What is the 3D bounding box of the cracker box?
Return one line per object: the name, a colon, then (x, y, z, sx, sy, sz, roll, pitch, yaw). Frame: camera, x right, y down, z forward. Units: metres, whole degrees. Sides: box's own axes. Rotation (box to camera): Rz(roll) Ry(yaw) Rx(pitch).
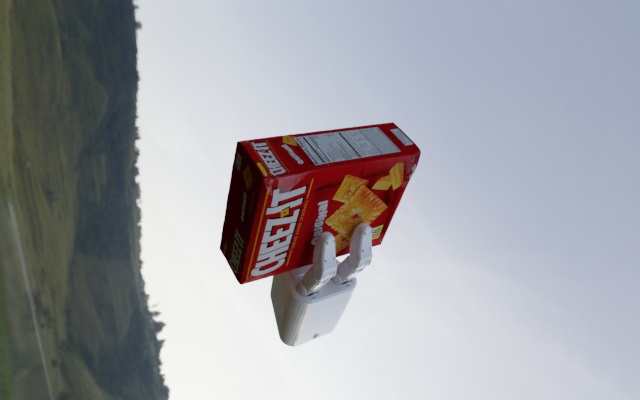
cracker box: (0.000, 0.002, 0.568, 0.213, 0.164, 0.072, -12, 48, -32)
